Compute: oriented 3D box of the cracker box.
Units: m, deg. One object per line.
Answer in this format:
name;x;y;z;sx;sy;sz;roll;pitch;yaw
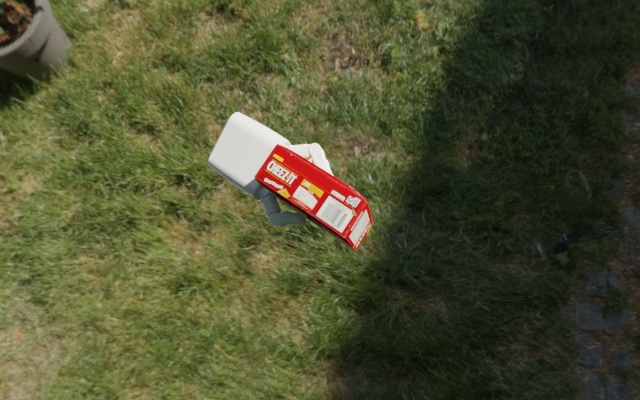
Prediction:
cracker box;0.000;0.003;0.782;0.164;0.072;0.214;33;-4;13
